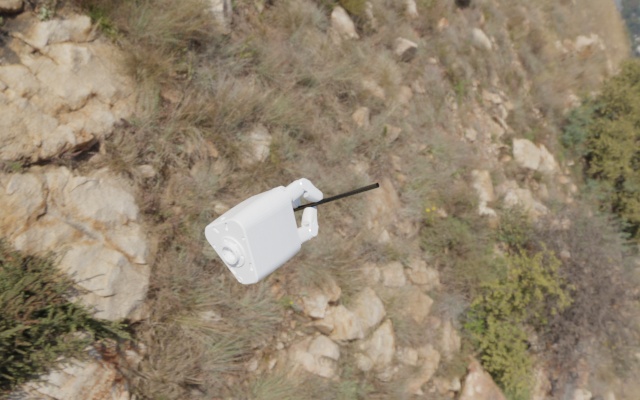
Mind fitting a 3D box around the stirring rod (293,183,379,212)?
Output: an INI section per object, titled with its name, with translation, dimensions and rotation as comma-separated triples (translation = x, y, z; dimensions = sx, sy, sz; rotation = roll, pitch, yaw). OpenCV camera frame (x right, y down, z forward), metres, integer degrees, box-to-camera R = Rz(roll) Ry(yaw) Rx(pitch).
[stirring rod]
translation = 0.000, 0.003, 0.803
dimensions = 0.239, 0.011, 0.011
rotation = -17, -11, 41
